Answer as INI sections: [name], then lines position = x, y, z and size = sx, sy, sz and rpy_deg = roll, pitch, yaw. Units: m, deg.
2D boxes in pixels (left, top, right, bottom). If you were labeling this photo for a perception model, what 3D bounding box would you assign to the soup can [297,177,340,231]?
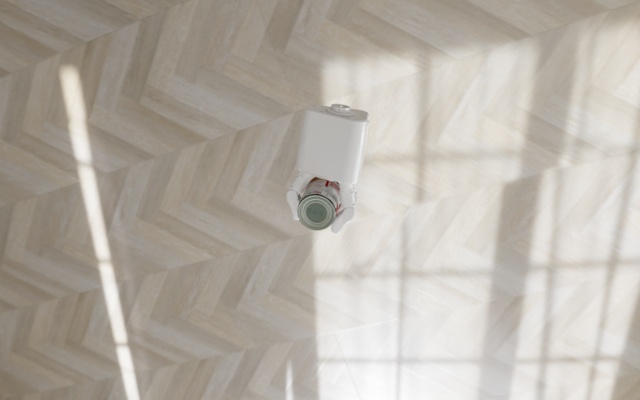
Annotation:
[soup can]
position = 0.000, 0.003, 0.839
size = 0.068, 0.068, 0.102
rpy_deg = 0, 21, 8
